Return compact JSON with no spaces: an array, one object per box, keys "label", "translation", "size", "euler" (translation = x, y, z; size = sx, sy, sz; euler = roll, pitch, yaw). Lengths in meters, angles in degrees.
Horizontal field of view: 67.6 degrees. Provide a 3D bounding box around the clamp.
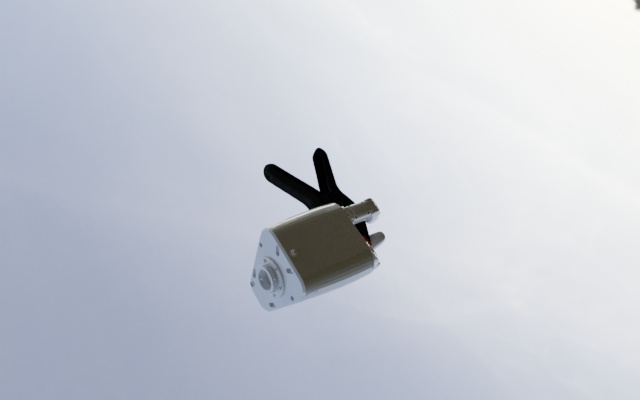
[{"label":"clamp","translation":[0.000,0.003,0.645],"size":[0.120,0.171,0.039],"euler":[-17,-26,-38]}]
